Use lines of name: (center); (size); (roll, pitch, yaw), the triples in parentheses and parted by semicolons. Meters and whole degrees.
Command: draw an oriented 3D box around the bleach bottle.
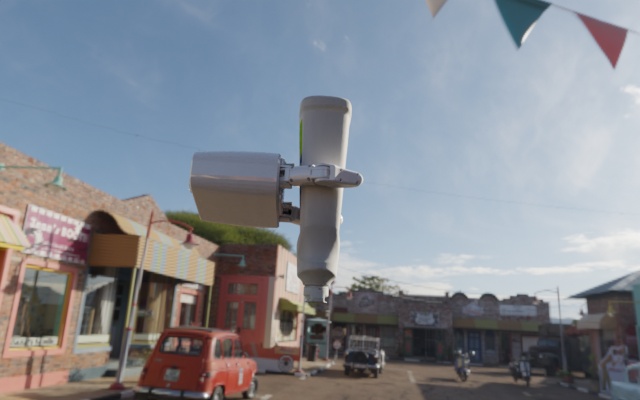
bleach bottle: (0.000, 0.002, 0.609); (0.068, 0.250, 0.102); (3, -15, -2)
